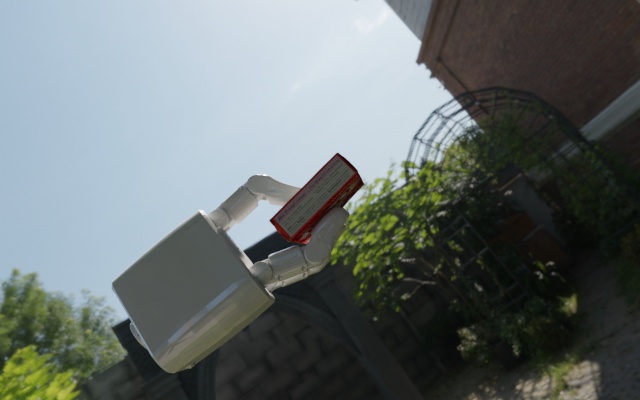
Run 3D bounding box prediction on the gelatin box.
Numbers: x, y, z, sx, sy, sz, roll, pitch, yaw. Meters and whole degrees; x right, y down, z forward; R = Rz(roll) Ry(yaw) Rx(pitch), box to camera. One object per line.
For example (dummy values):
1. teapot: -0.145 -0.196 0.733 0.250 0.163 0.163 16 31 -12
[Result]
1. gelatin box: 0.000 0.001 0.453 0.030 0.089 0.073 44 2 12
